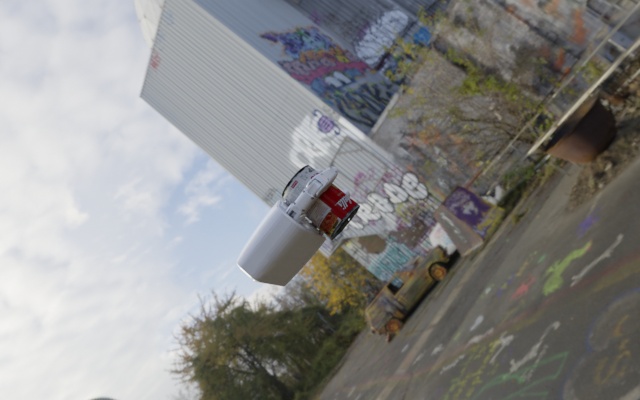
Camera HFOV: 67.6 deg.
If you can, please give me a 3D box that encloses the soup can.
[{"bbox_3d":[0.000,0.002,0.728,0.102,0.068,0.068,39,8,10],"label":"soup can"}]
